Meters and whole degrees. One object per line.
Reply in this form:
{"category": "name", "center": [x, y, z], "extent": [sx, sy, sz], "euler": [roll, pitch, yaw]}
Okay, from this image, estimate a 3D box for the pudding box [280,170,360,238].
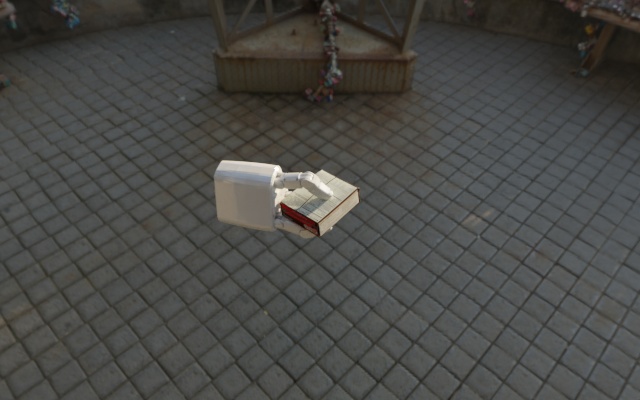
{"category": "pudding box", "center": [0.000, 0.003, 0.826], "extent": [0.090, 0.039, 0.113], "euler": [30, 55, 31]}
